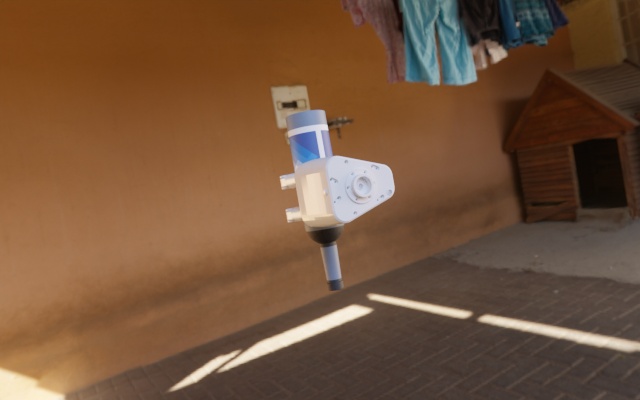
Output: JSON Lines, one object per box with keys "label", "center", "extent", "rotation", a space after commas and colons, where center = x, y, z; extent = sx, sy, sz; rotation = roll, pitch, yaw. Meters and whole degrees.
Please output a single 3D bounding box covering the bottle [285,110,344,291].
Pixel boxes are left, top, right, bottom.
{"label": "bottle", "center": [0.000, 0.002, 0.793], "extent": [0.069, 0.295, 0.069], "rotation": [-10, 1, 0]}
